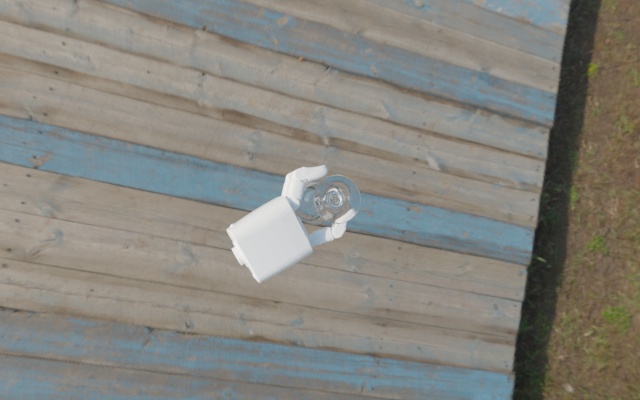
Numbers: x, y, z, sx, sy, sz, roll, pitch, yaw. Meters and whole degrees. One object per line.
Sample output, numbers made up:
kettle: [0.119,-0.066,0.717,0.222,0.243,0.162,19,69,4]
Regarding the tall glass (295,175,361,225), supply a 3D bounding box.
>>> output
tall glass: [0.000,0.003,0.814,0.079,0.079,0.201,0,-2,-14]
